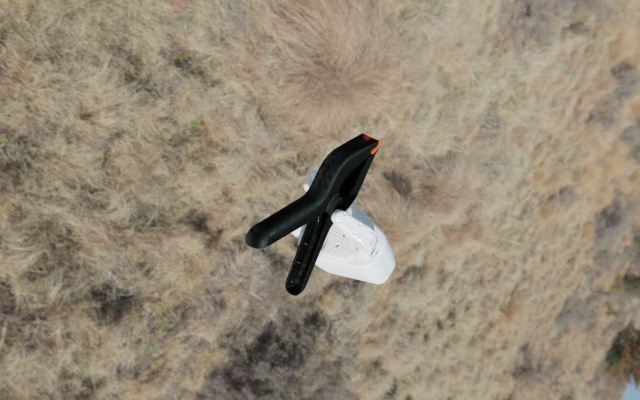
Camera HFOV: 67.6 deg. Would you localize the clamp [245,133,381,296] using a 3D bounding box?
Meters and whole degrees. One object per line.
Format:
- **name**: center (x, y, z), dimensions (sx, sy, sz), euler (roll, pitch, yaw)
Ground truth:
- **clamp**: center (0.001, 0.002, 0.542), dimensions (0.036, 0.210, 0.165), euler (29, -12, 24)
